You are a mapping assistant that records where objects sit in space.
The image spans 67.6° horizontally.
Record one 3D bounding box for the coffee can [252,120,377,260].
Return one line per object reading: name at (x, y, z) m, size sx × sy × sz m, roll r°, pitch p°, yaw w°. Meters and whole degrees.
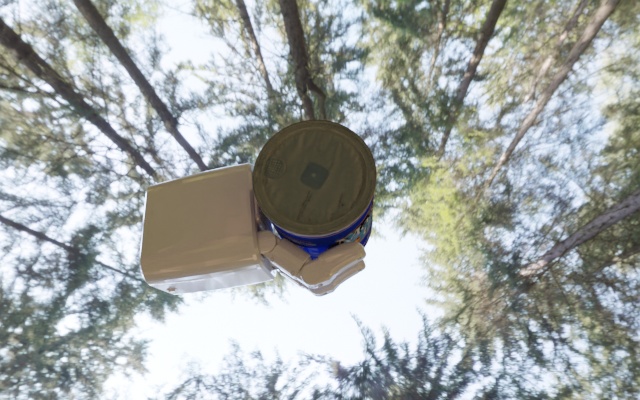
coffee can at (0.000, 0.001, 0.455) m, size 0.103 × 0.102 × 0.140 m, roll 0°, pitch -19°, yaw 5°
